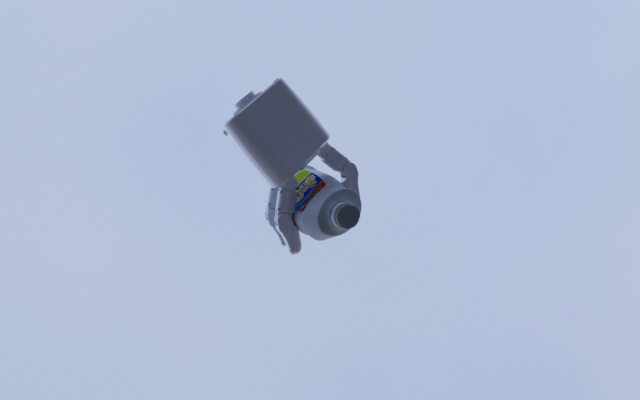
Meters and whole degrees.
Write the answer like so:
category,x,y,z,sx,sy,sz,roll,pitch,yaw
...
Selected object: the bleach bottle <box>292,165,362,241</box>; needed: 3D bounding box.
category,x,y,z,sx,sy,sz,roll,pitch,yaw
bleach bottle,0.000,0.002,0.665,0.102,0.068,0.251,-43,16,-10
